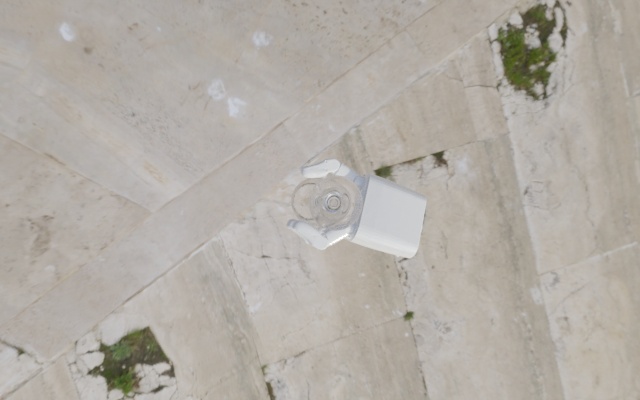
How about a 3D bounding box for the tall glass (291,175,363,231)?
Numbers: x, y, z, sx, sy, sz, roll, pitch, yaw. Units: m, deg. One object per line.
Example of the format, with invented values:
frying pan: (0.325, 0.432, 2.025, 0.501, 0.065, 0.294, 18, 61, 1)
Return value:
tall glass: (0.000, 0.002, 0.733, 0.079, 0.079, 0.201, 0, 1, -13)
